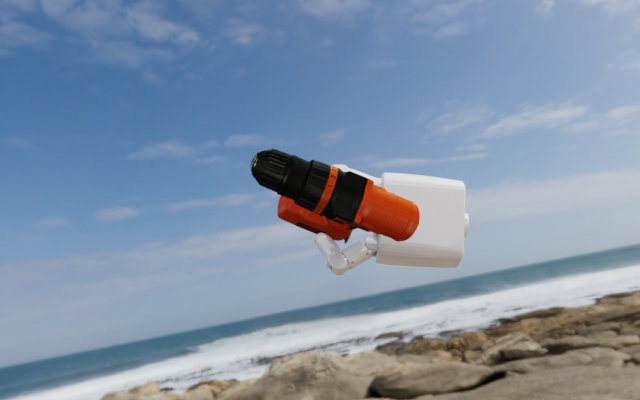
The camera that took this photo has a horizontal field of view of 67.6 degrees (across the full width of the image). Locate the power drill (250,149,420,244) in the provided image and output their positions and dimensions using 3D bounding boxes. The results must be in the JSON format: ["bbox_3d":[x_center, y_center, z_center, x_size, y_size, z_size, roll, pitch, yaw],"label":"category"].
[{"bbox_3d":[0.000,0.002,0.557,0.184,0.057,0.187,23,-9,-10],"label":"power drill"}]
